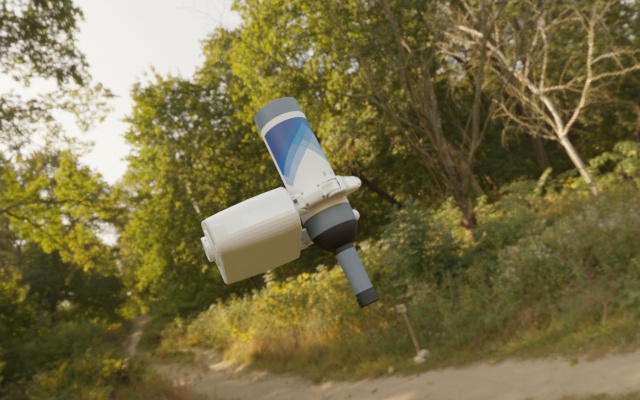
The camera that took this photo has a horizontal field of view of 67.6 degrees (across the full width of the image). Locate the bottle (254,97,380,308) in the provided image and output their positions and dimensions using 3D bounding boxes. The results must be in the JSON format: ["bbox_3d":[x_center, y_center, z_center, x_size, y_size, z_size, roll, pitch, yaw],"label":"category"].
[{"bbox_3d":[0.000,0.002,0.637,0.069,0.295,0.069,-24,-14,-7],"label":"bottle"}]
